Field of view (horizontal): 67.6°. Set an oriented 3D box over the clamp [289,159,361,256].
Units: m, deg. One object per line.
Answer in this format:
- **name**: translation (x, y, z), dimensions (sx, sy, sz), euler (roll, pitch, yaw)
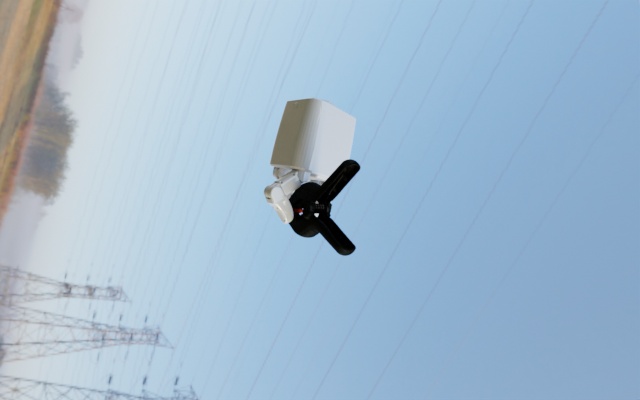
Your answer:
- **clamp**: translation (0.000, 0.002, 0.654), dimensions (0.039, 0.120, 0.171), euler (15, -2, -34)
